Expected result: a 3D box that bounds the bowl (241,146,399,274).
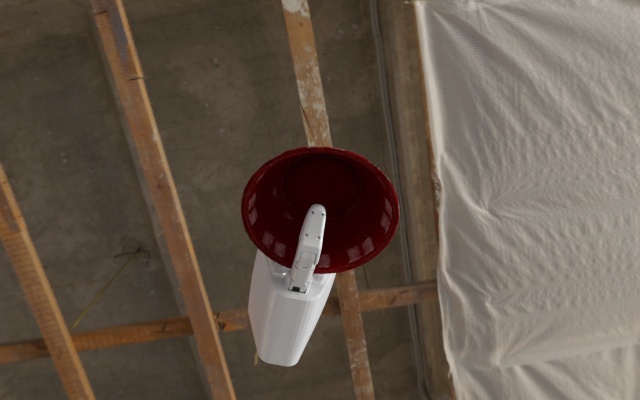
[{"bbox_3d":[0.001,0.000,0.507,0.162,0.162,0.055,0,35,3],"label":"bowl"}]
